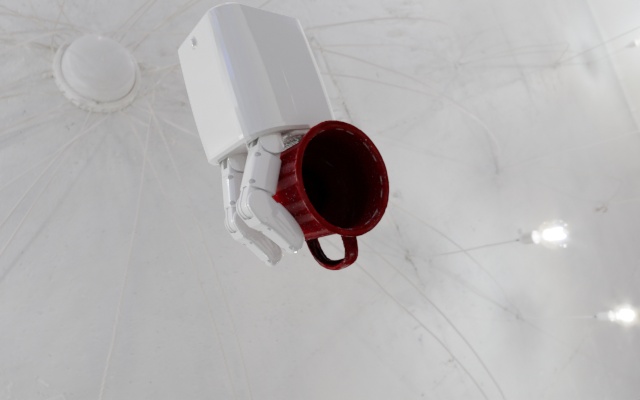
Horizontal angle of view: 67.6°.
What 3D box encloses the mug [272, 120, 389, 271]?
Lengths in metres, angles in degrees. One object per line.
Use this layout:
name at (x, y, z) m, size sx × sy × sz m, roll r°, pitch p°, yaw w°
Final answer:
mug at (0.000, 0.003, 0.401) m, size 0.093 × 0.117 × 0.081 m, roll -16°, pitch -2°, yaw -38°
